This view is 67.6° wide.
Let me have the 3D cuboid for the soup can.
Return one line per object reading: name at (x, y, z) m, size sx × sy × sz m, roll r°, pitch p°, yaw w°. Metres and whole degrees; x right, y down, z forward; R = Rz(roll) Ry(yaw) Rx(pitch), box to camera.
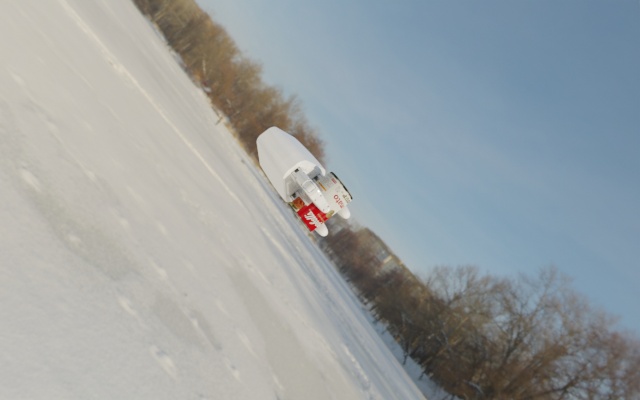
soup can at (0.001, 0.003, 0.884) m, size 0.102 × 0.068 × 0.068 m, roll -38°, pitch 2°, yaw -3°
